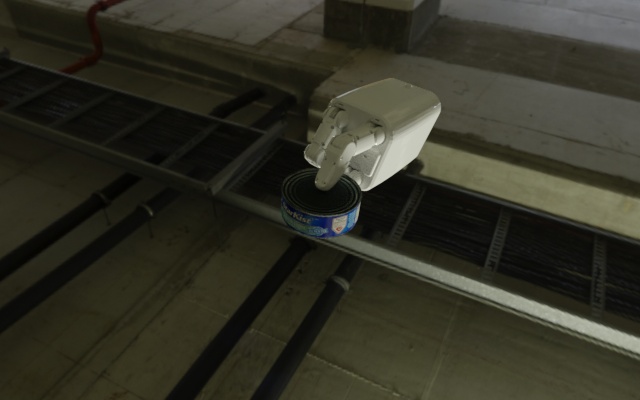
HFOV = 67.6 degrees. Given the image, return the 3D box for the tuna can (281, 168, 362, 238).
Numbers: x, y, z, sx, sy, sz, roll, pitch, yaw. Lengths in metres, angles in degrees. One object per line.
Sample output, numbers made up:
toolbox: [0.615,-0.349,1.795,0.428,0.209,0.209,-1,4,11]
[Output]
tuna can: [0.000,0.002,0.513,0.086,0.034,0.086,4,36,-3]
